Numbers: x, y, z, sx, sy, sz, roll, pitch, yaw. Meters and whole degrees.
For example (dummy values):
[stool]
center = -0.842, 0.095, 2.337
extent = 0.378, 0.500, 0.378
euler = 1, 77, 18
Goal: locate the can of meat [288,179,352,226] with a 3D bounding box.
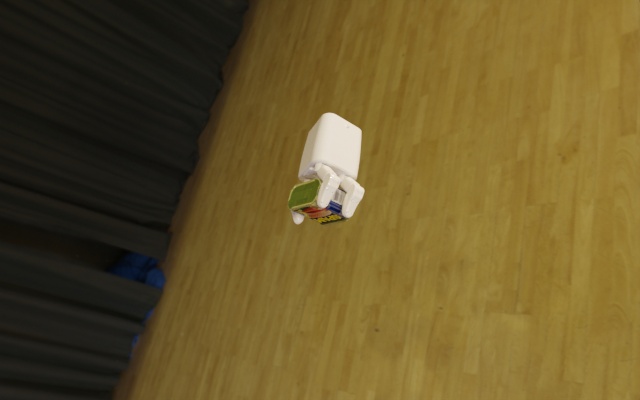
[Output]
[can of meat]
center = 0.000, 0.003, 0.883
extent = 0.084, 0.057, 0.102
euler = 25, -23, -31
